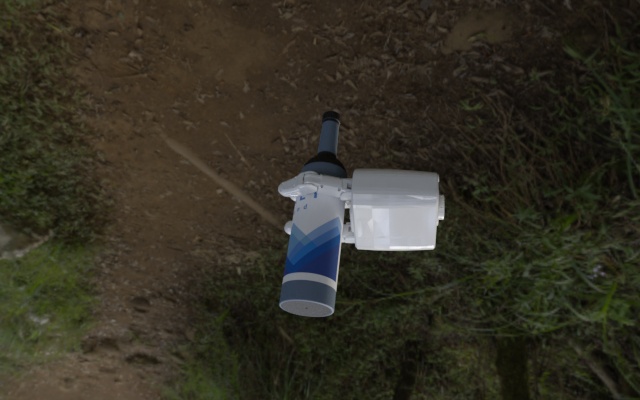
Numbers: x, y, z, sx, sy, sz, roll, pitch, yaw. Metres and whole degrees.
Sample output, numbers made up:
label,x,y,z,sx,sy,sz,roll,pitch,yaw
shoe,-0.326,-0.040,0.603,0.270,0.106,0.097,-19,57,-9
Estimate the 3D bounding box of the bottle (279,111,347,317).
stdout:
label,x,y,z,sx,sy,sz,roll,pitch,yaw
bottle,0.000,0.002,0.642,0.069,0.295,0.069,6,-29,3
